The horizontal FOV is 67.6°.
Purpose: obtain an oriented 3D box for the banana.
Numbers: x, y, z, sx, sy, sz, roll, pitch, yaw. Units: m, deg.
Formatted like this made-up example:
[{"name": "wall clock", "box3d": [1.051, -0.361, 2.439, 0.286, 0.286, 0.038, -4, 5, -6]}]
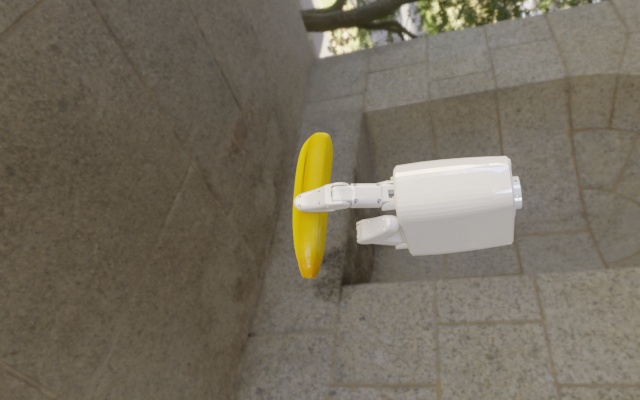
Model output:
[{"name": "banana", "box3d": [-0.005, -0.013, 0.531, 0.037, 0.197, 0.070, -6, -41, 16]}]
